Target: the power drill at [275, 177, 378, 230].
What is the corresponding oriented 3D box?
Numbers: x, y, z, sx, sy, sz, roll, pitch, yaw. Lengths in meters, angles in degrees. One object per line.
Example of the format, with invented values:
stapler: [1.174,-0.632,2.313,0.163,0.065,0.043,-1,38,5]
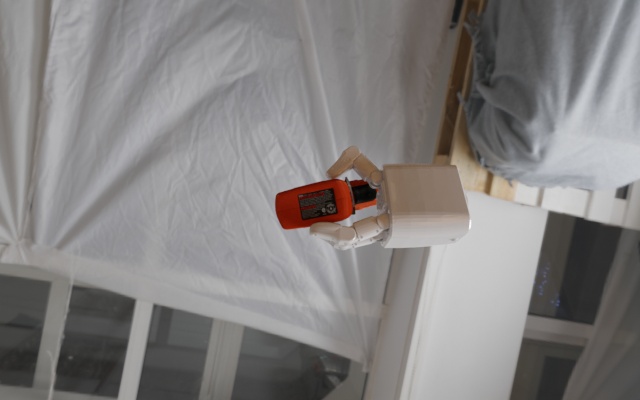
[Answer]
power drill: [0.000,0.002,0.717,0.184,0.057,0.187,-14,1,17]
